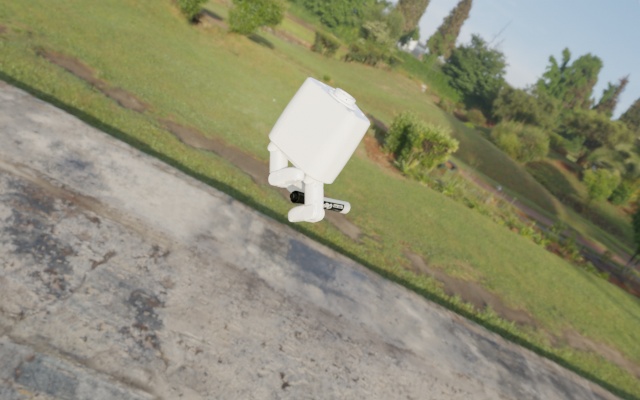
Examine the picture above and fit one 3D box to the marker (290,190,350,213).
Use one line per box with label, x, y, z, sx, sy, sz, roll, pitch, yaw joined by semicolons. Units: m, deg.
marker;0.000;0.002;0.715;0.020;0.020;0.121;0;-9;43
